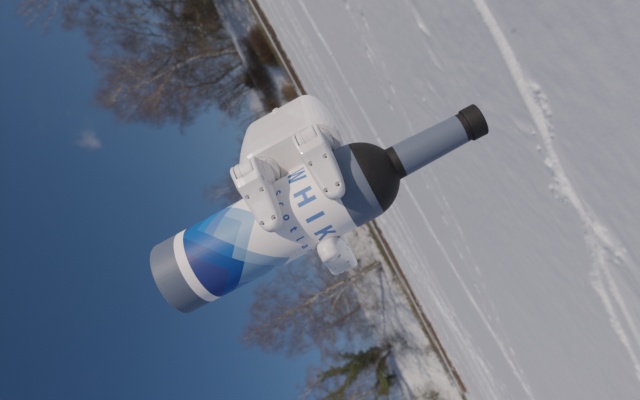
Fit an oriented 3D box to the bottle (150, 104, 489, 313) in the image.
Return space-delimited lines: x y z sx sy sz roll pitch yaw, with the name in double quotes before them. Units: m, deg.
"bottle" 0.000 0.001 0.404 0.296 0.069 0.069 -28 -4 7
